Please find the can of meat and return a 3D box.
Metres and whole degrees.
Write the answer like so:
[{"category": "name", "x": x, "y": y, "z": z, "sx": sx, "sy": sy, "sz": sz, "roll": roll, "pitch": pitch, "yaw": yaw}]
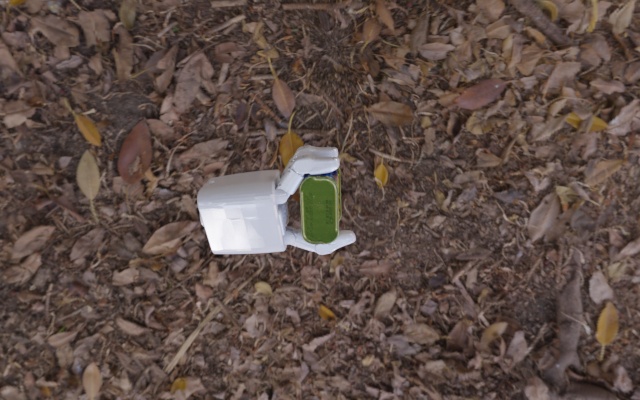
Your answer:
[{"category": "can of meat", "x": 0.000, "y": 0.002, "z": 0.671, "sx": 0.057, "sy": 0.102, "sz": 0.084, "roll": -1, "pitch": 18, "yaw": 3}]
